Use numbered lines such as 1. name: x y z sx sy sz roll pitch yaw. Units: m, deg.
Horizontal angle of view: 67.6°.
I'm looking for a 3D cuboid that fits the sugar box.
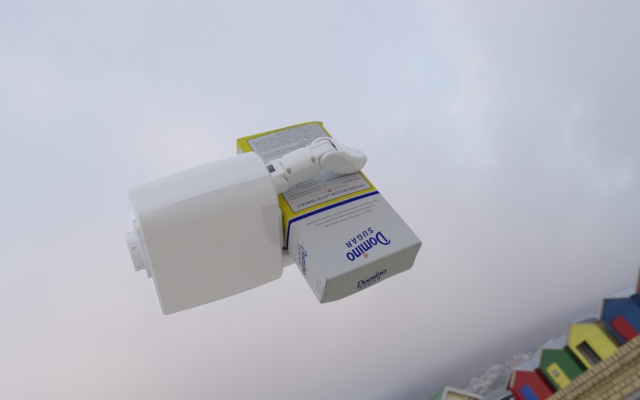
1. sugar box: 0.000 0.002 0.431 0.093 0.176 0.048 -17 -36 -23
